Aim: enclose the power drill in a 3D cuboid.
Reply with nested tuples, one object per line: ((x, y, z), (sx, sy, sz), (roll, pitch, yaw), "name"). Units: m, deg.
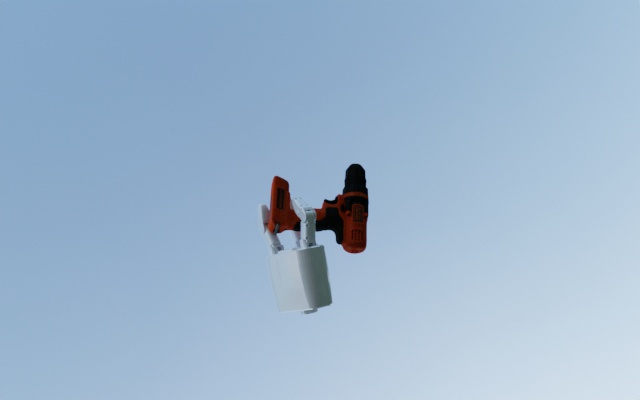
((0.000, 0.003, 0.897), (0.187, 0.184, 0.057), (6, -28, -8), "power drill")
